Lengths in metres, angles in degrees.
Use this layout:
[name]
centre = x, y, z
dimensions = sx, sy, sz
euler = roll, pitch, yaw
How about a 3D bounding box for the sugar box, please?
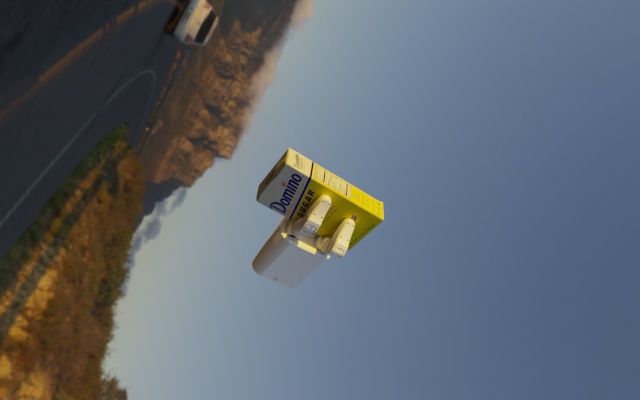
[sugar box]
centre = 0.000, 0.003, 0.727
dimensions = 0.176, 0.048, 0.093
euler = 27, -51, -21
